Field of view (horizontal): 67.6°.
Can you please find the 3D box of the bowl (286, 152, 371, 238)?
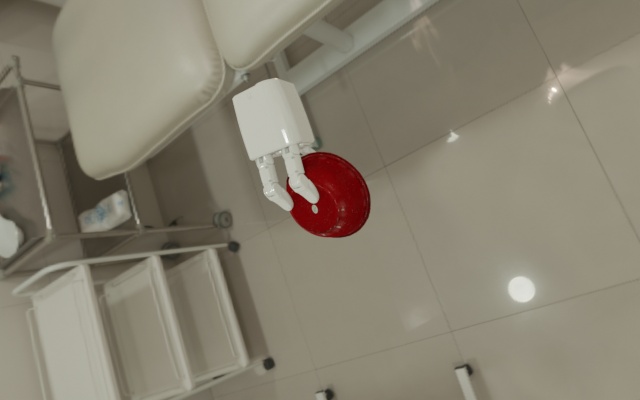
[{"bbox_3d":[0.001,0.004,0.802,0.162,0.162,0.055,0,24,29],"label":"bowl"}]
